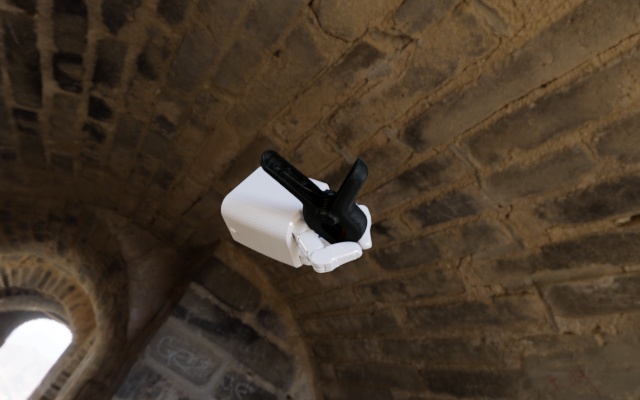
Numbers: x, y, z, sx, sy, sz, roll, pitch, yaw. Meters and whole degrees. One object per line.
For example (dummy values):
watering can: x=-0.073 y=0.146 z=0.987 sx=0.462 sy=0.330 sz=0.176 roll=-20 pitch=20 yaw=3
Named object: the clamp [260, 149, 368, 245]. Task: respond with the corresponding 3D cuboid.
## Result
clamp: x=0.000 y=0.001 z=0.545 sx=0.120 sy=0.039 sz=0.172 roll=18 pitch=-32 yaw=21
